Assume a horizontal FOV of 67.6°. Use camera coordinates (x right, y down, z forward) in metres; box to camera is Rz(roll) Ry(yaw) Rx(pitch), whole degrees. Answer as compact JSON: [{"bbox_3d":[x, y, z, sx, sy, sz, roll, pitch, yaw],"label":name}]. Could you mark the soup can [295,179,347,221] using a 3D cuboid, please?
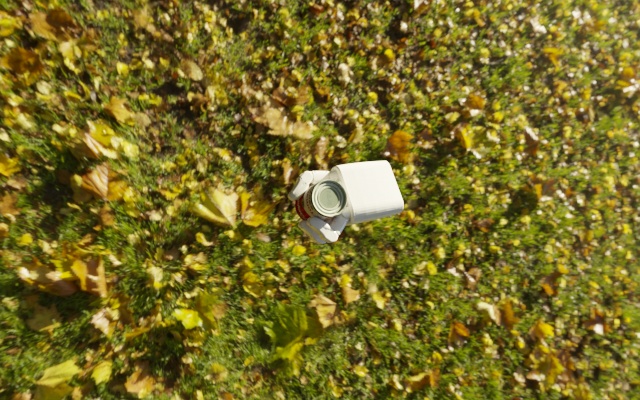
[{"bbox_3d":[0.000,0.003,0.855,0.068,0.068,0.102,0,-8,-18],"label":"soup can"}]
